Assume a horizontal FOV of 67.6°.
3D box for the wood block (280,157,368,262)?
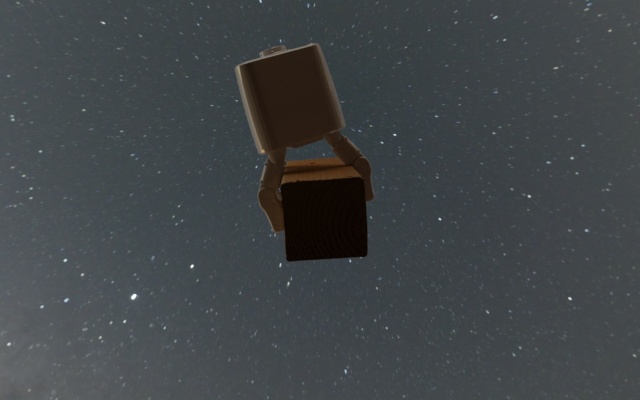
[{"bbox_3d":[0.000,0.002,0.606,0.091,0.090,0.206,-4,11,-1],"label":"wood block"}]
